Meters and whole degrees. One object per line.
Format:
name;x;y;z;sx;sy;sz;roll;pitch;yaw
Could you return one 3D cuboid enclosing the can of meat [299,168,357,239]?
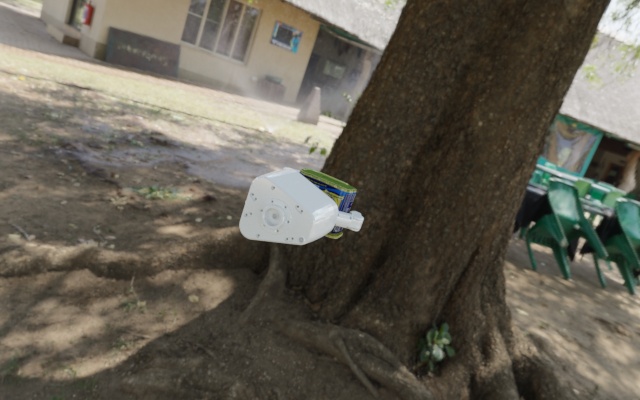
can of meat;0.000;0.002;0.783;0.102;0.084;0.057;23;13;17
